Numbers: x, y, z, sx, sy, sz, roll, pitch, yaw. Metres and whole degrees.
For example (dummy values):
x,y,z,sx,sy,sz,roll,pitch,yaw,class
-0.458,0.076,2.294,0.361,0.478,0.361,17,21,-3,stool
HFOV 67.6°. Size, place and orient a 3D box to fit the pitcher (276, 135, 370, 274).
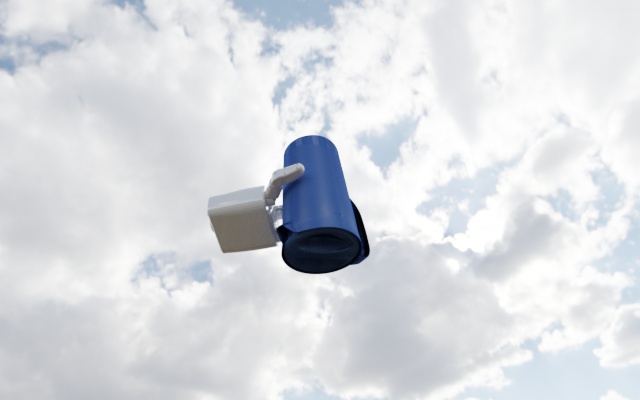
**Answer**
x,y,z,sx,sy,sz,roll,pitch,yaw,class
0.000,0.003,0.854,0.145,0.242,0.149,-10,-41,4,pitcher
